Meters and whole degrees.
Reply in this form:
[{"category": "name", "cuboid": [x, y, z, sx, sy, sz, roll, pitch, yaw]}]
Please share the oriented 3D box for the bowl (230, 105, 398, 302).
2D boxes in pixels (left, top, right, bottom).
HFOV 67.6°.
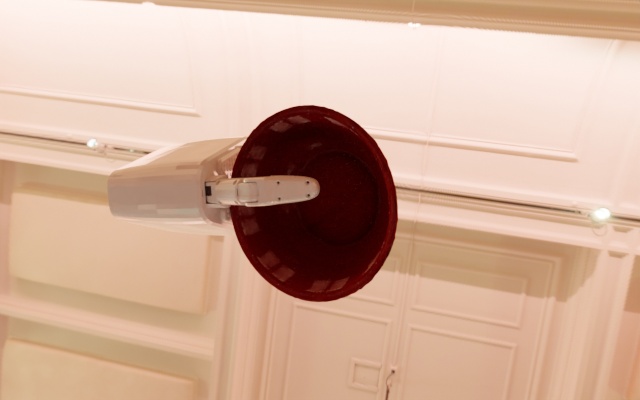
[{"category": "bowl", "cuboid": [0.001, 0.002, 0.411, 0.162, 0.162, 0.055, 0, 6, 31]}]
